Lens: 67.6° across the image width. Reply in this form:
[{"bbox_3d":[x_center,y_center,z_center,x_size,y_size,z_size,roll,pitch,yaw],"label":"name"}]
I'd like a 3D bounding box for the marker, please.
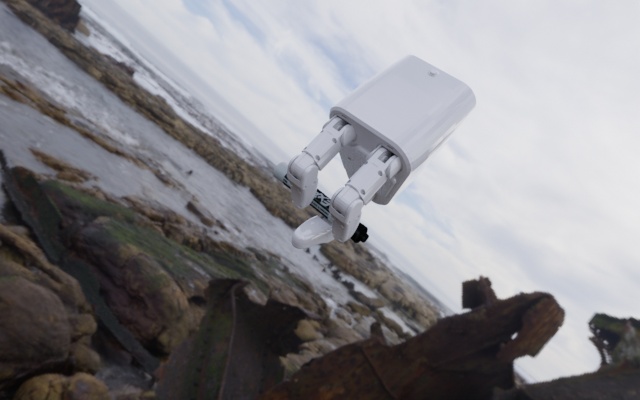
[{"bbox_3d":[0.000,0.002,0.471,0.121,0.020,0.020,39,19,25],"label":"marker"}]
